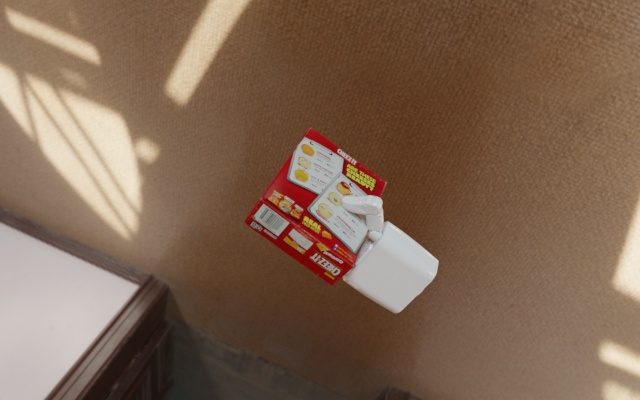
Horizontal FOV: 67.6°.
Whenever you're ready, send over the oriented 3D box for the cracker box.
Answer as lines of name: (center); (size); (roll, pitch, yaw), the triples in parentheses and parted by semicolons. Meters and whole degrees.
cracker box: (0.000, 0.002, 0.752); (0.072, 0.164, 0.213); (-49, 9, 40)
